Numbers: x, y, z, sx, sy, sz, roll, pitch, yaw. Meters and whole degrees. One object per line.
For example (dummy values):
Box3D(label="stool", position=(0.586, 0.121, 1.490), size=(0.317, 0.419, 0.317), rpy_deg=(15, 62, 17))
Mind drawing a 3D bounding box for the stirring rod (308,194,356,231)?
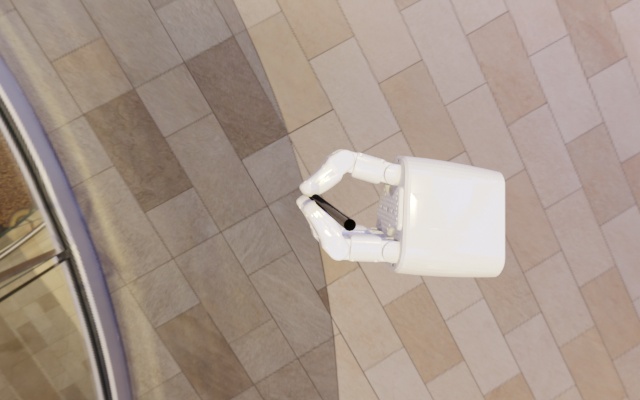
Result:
Box3D(label="stirring rod", position=(0.000, 0.001, 0.423), size=(0.011, 0.011, 0.239), rpy_deg=(0, 7, -9))
